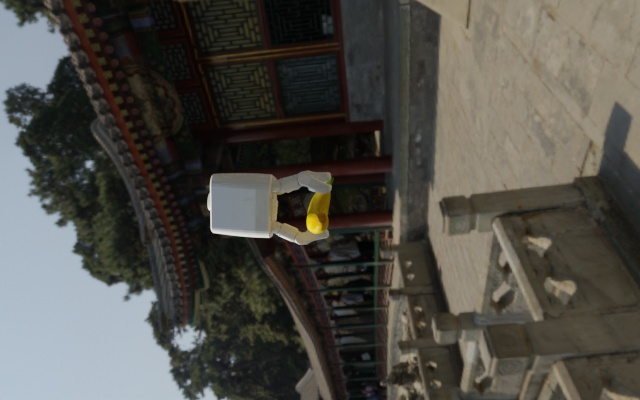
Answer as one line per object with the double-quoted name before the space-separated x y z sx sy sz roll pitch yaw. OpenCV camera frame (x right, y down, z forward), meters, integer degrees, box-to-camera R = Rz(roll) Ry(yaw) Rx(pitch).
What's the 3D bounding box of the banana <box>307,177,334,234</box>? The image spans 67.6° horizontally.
"banana" -0.003 0.018 0.833 0.037 0.070 0.197 11 23 -1
